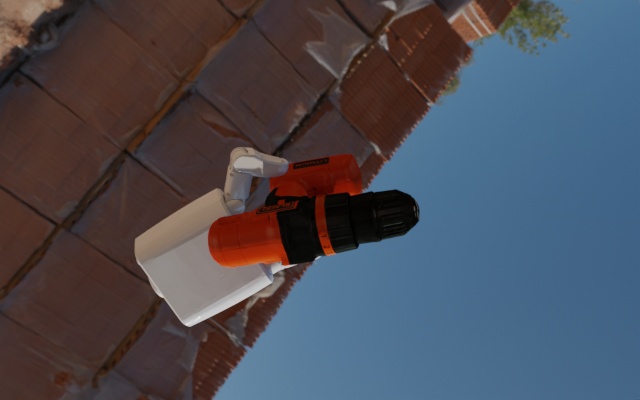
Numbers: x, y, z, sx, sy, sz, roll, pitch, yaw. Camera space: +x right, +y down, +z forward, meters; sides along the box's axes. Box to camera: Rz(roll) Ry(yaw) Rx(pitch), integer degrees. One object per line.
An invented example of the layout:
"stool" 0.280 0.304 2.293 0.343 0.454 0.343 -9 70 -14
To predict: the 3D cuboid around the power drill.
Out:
"power drill" 0.000 0.002 0.475 0.184 0.057 0.187 -9 15 10
